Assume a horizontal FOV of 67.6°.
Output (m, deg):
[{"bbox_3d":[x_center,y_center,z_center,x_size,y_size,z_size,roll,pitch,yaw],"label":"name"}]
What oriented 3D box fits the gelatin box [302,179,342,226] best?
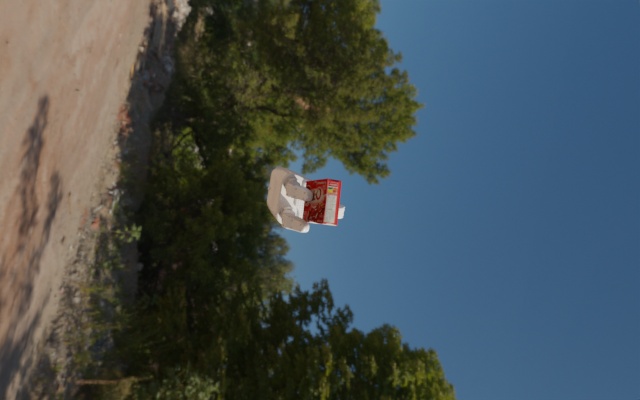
[{"bbox_3d":[0.001,0.003,0.796,0.030,0.073,0.089,7,-3,-25],"label":"gelatin box"}]
